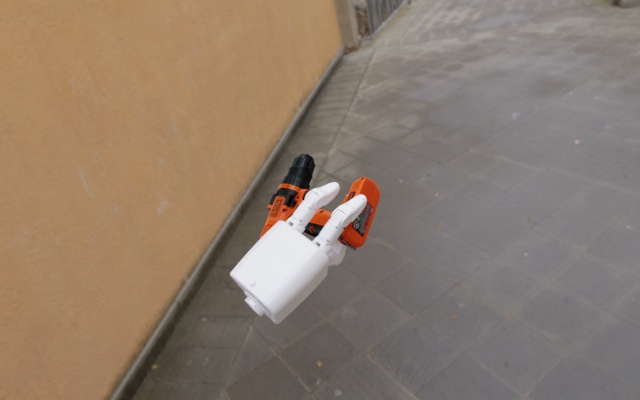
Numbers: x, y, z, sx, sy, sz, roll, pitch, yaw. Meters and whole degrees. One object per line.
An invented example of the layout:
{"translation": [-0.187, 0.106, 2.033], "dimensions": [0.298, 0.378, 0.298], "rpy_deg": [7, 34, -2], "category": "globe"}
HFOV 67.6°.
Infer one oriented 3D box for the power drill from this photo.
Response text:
{"translation": [0.000, 0.003, 0.770], "dimensions": [0.187, 0.184, 0.057], "rpy_deg": [1, -27, 41], "category": "power drill"}
